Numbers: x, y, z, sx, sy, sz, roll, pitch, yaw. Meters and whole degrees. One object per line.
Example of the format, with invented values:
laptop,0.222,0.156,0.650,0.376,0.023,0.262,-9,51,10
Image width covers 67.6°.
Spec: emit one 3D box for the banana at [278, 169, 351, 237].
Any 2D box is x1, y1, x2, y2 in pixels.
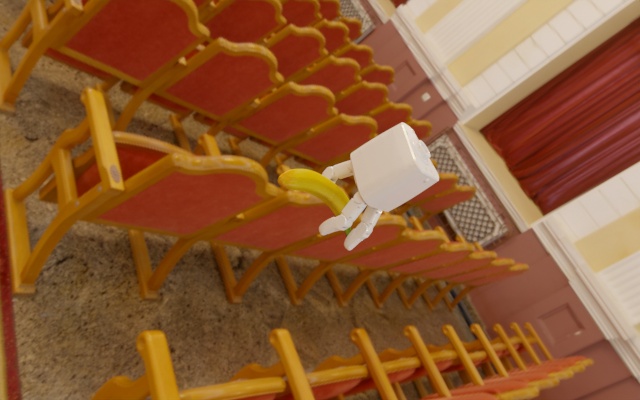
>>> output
banana,0.002,-0.010,0.806,0.037,0.069,0.198,-27,-45,29
